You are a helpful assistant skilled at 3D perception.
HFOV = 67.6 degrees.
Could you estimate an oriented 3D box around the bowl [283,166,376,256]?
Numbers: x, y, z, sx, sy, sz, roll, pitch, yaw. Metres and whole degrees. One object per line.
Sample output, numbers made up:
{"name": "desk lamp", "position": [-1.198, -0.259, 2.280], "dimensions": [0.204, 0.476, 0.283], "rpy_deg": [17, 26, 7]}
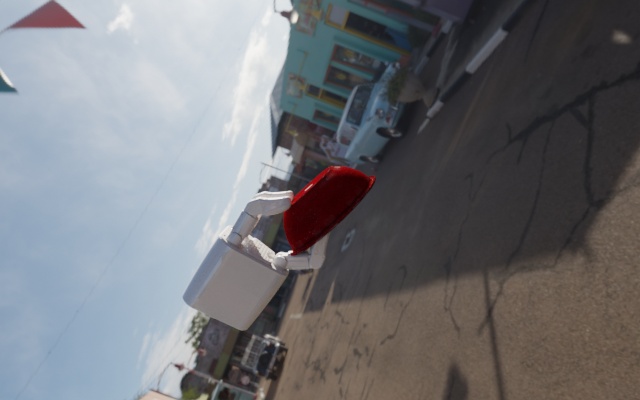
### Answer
{"name": "bowl", "position": [0.001, 0.001, 0.668], "dimensions": [0.162, 0.055, 0.162], "rpy_deg": [-42, 6, 6]}
